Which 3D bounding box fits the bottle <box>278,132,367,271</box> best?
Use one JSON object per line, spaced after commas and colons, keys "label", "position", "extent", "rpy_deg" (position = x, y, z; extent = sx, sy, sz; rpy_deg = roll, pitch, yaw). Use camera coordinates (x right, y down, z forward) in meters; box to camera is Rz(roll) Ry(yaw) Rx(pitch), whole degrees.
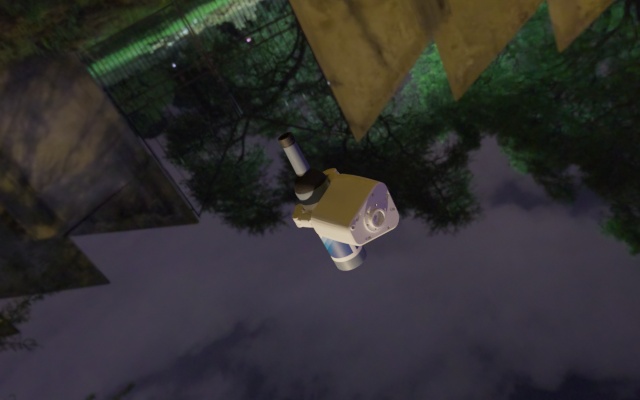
{"label": "bottle", "position": [0.000, 0.003, 0.899], "extent": [0.069, 0.296, 0.069], "rpy_deg": [-22, 27, 12]}
